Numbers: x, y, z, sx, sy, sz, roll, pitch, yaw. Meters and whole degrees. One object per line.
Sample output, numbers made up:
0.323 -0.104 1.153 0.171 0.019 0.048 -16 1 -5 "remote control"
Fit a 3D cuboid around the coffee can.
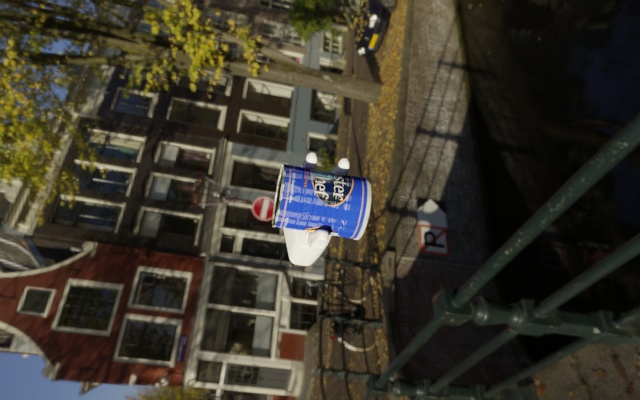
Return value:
0.000 0.003 0.766 0.140 0.103 0.103 9 -2 -9 "coffee can"
